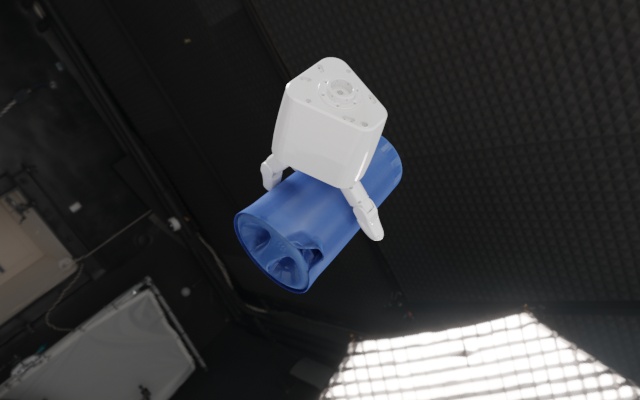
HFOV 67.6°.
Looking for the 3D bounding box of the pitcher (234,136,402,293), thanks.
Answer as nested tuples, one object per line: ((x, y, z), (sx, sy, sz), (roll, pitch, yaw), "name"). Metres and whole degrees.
((0.000, 0.002, 0.679), (0.242, 0.149, 0.145), (-42, -18, -31), "pitcher")
